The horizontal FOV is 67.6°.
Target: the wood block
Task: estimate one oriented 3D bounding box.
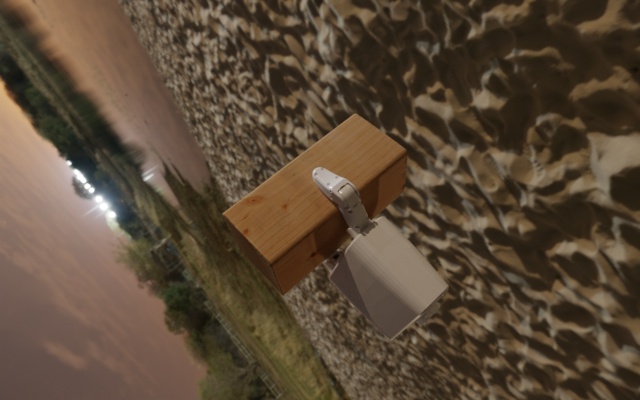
[{"bbox_3d":[0.000,0.002,0.574,0.090,0.206,0.091,42,-20,27],"label":"wood block"}]
